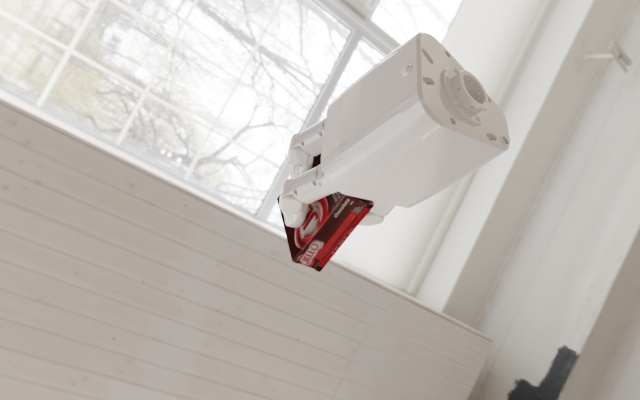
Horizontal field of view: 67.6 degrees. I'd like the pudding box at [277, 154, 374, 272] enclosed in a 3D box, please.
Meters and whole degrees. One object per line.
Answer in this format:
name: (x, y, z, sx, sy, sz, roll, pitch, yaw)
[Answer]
pudding box: (0.000, 0.002, 0.481, 0.039, 0.090, 0.113, 28, 22, -26)
